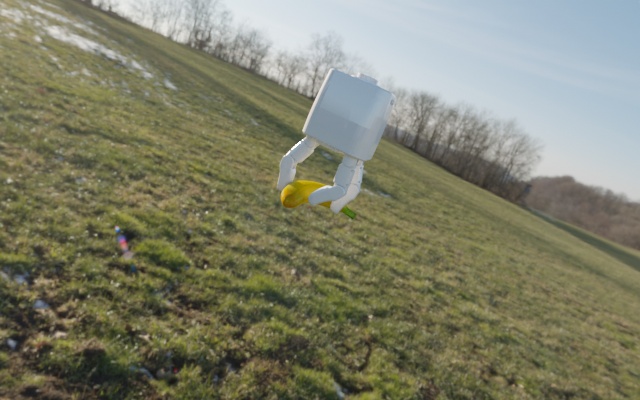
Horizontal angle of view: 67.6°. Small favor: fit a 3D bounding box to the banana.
[{"bbox_3d":[-0.011,-0.006,0.781,0.069,0.037,0.198,36,15,33],"label":"banana"}]
